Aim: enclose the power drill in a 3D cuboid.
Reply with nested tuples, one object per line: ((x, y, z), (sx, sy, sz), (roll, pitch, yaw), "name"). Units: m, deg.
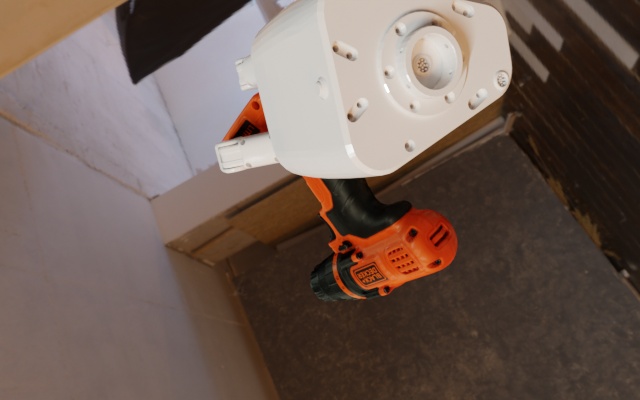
((0.000, 0.001, 0.402), (0.057, 0.187, 0.184), (-42, 3, -35), "power drill")
